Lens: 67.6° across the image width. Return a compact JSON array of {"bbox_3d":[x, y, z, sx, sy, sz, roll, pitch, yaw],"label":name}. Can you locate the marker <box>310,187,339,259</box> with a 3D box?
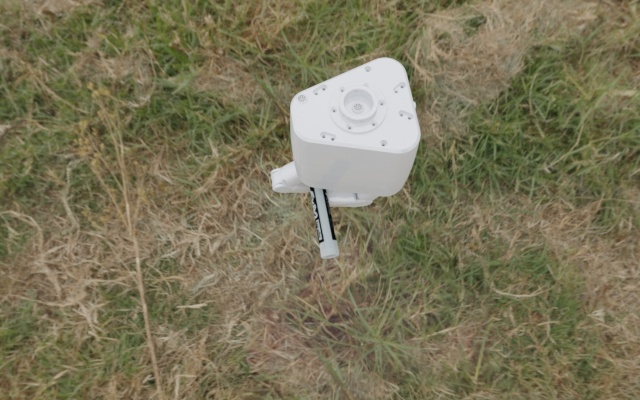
[{"bbox_3d":[0.000,0.002,0.514,0.020,0.121,0.020,-9,-17,-3],"label":"marker"}]
